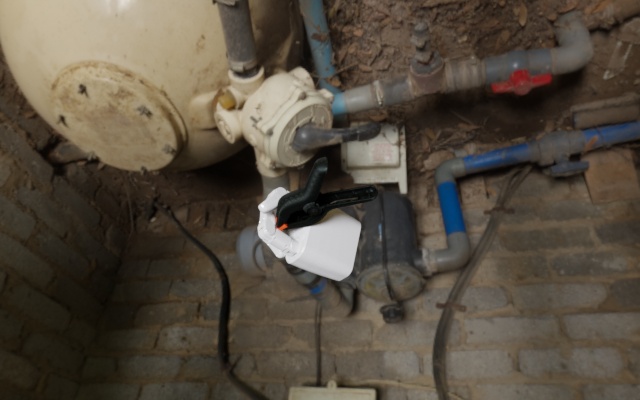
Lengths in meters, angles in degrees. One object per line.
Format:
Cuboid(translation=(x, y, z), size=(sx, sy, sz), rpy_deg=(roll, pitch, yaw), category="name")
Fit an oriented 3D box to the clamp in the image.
Cuboid(translation=(0.000, 0.003, 0.727), size=(0.120, 0.039, 0.171), rpy_deg=(25, -41, -27), category="clamp")
